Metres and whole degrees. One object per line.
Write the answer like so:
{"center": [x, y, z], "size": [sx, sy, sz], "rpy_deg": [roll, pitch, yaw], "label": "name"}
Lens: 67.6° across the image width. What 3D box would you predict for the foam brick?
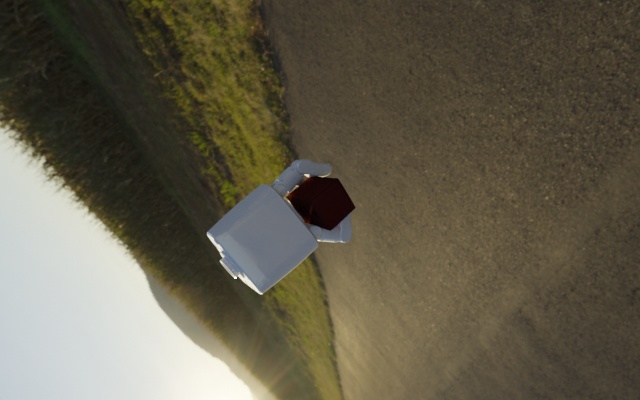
{"center": [0.000, 0.002, 0.662], "size": [0.051, 0.053, 0.078], "rpy_deg": [-41, 22, -18], "label": "foam brick"}
